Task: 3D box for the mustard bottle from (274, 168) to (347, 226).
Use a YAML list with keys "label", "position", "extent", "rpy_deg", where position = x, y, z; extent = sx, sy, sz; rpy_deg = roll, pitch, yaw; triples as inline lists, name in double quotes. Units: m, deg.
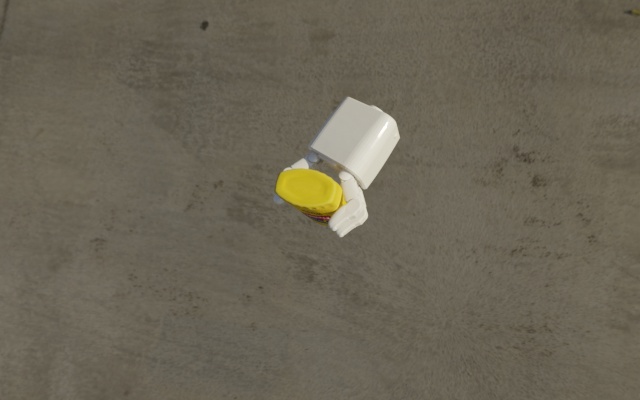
- label: "mustard bottle"
  position: [0.000, 0.003, 0.776]
  extent: [0.096, 0.058, 0.192]
  rpy_deg: [9, -11, 17]
